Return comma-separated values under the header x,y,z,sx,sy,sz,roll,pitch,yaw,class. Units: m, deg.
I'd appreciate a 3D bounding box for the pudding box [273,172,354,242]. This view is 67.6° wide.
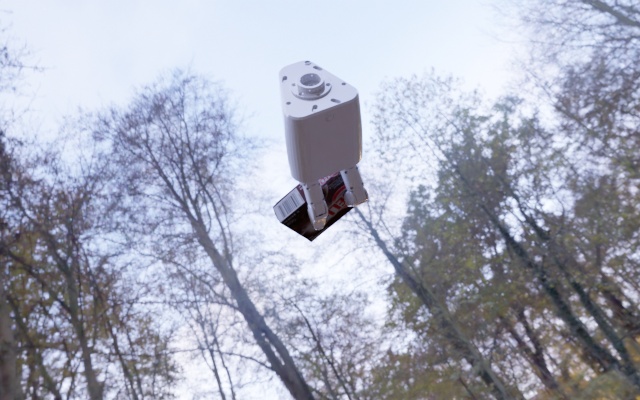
x,y,z,sx,sy,sz,roll,pitch,yaw,class
0.000,0.002,0.693,0.113,0.039,0.090,-38,-36,11,pudding box
